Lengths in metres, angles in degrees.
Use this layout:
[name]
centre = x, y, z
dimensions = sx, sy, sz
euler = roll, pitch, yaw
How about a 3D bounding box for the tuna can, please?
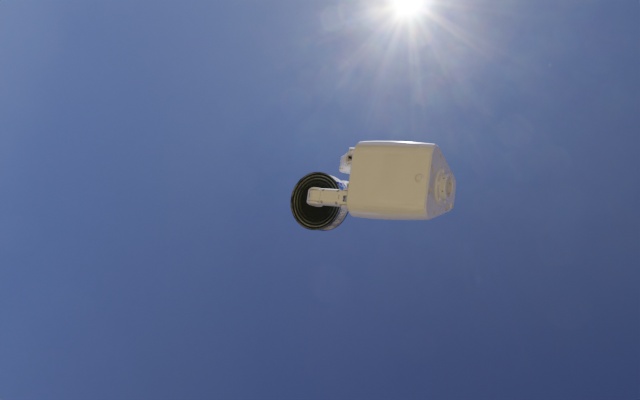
[tuna can]
centre = 0.000, 0.002, 0.708
dimensions = 0.086, 0.086, 0.034
euler = 0, -7, 30
